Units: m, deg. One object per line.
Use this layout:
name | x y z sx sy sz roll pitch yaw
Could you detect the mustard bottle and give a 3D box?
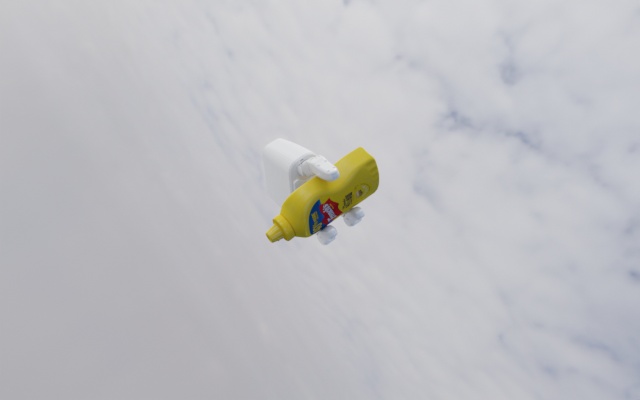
mustard bottle | 0.001 0.002 0.717 0.191 0.058 0.096 -34 -29 -17
